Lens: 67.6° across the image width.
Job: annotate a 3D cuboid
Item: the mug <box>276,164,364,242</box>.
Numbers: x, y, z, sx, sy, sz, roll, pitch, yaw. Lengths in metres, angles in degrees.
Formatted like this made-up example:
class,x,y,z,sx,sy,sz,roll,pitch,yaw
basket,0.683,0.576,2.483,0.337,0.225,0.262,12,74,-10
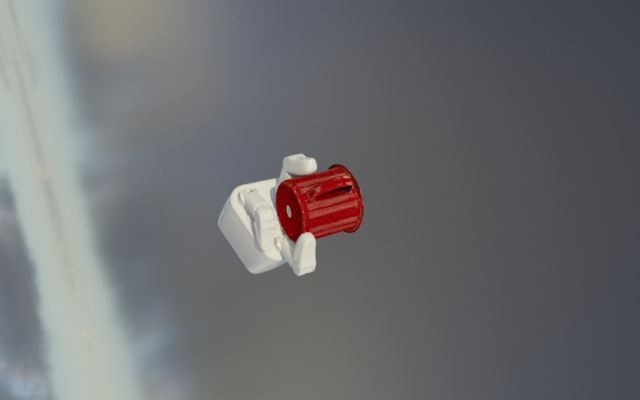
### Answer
class,x,y,z,sx,sy,sz,roll,pitch,yaw
mug,0.000,0.002,0.595,0.081,0.093,0.117,-14,-15,-28
